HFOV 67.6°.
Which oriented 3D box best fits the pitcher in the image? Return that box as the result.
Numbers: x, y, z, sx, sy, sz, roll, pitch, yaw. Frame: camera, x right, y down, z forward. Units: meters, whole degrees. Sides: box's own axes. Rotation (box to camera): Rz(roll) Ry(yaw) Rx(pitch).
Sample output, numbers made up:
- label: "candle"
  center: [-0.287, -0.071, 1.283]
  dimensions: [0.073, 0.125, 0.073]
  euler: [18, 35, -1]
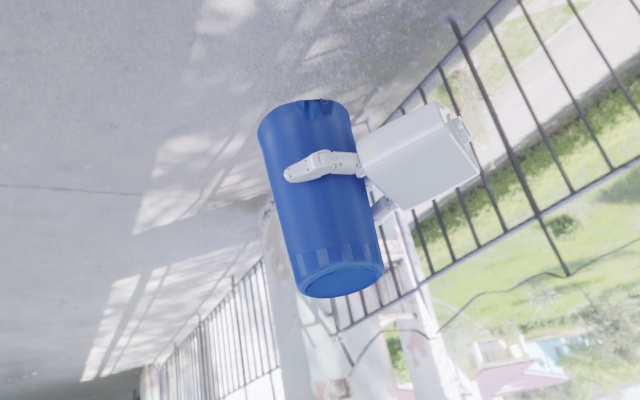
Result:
- label: "pitcher"
  center: [0.000, 0.002, 0.630]
  dimensions: [0.145, 0.242, 0.149]
  euler: [-29, -31, 26]
